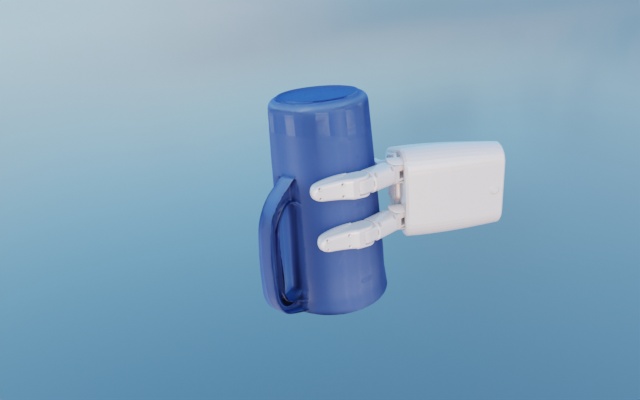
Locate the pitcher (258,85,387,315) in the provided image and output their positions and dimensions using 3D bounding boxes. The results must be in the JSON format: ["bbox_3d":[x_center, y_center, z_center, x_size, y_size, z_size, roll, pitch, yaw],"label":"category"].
[{"bbox_3d":[0.000,0.002,0.542,0.145,0.243,0.149,-6,23,-2],"label":"pitcher"}]
